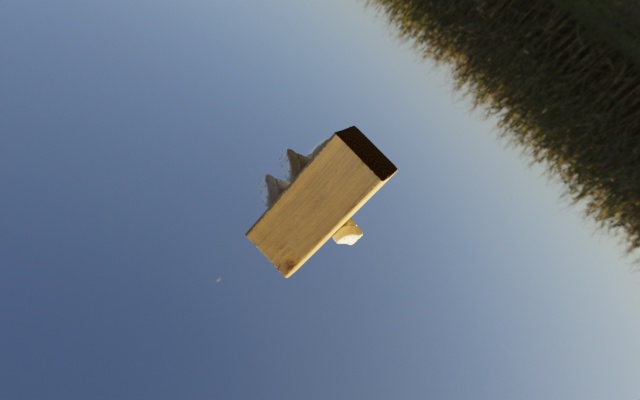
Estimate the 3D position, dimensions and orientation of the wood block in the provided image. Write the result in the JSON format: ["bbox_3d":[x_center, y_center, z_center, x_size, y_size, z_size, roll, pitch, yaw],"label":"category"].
[{"bbox_3d":[0.000,0.002,0.681,0.206,0.091,0.090,-47,-6,26],"label":"wood block"}]
